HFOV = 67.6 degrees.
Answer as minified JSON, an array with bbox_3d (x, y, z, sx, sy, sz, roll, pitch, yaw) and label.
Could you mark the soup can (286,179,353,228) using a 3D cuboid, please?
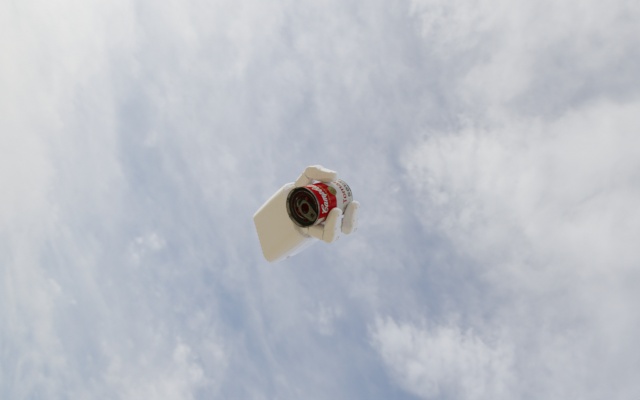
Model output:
[{"bbox_3d":[0.001,0.002,0.805,0.068,0.068,0.102,0,10,37],"label":"soup can"}]
